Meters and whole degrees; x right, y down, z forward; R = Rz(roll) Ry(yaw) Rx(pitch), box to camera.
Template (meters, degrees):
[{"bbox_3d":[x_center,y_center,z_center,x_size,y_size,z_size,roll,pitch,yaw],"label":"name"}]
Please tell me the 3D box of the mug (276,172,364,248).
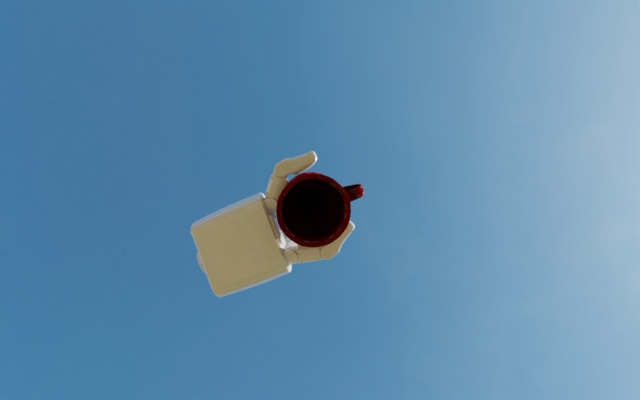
[{"bbox_3d":[0.001,0.001,0.627,0.117,0.093,0.081,-22,11,0],"label":"mug"}]
